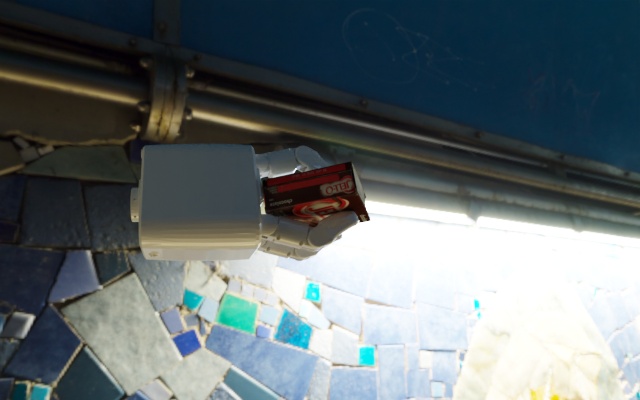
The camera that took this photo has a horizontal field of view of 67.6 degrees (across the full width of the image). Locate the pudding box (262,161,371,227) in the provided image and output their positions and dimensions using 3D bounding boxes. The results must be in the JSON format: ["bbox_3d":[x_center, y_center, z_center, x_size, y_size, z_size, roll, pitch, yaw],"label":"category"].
[{"bbox_3d":[0.000,0.001,0.493,0.090,0.039,0.113,-10,-15,10],"label":"pudding box"}]
